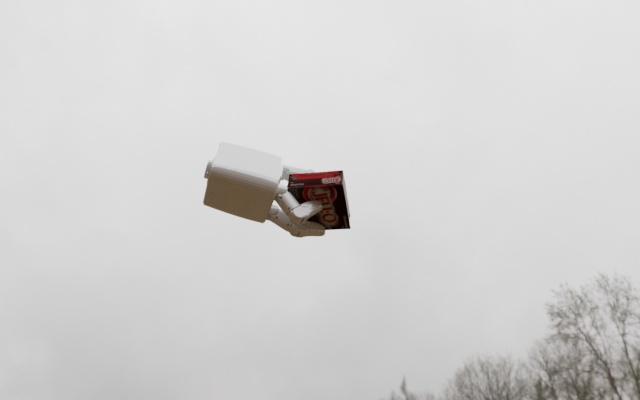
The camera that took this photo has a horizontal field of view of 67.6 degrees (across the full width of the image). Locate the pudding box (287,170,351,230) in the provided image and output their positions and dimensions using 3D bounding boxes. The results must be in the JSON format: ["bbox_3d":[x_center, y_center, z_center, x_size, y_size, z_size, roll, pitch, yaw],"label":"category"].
[{"bbox_3d":[0.000,0.002,0.789,0.090,0.039,0.114,-3,-41,10],"label":"pudding box"}]
